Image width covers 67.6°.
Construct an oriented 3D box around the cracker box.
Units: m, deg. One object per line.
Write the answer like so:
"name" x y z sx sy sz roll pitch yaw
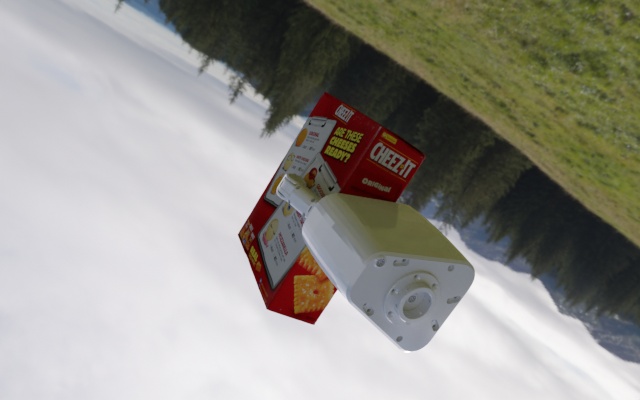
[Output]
"cracker box" 0.000 0.002 0.536 0.072 0.214 0.164 27 12 -29
